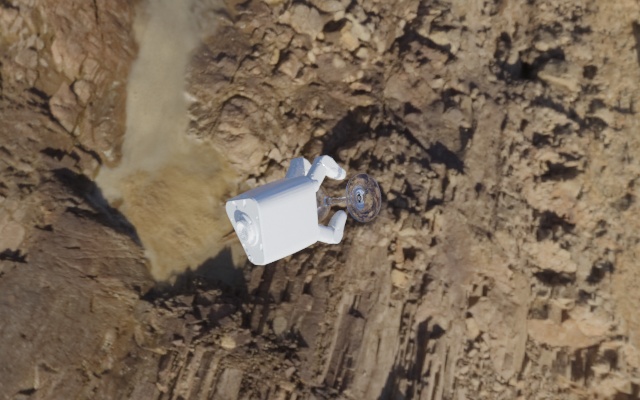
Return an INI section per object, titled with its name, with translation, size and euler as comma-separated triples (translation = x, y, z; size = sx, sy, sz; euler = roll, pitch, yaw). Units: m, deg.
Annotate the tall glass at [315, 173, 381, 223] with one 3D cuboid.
[tall glass]
translation = 0.001, 0.003, 0.785
size = 0.079, 0.079, 0.201
euler = 0, -4, -40
